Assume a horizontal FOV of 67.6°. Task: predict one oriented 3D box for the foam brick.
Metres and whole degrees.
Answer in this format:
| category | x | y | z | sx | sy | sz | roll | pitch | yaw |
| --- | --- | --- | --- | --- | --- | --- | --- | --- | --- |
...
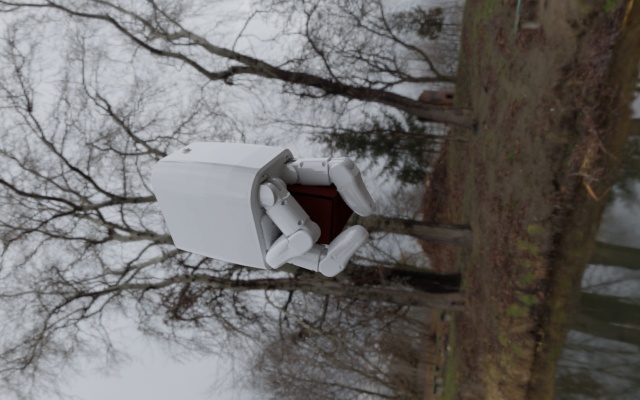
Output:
| category | x | y | z | sx | sy | sz | roll | pitch | yaw |
| --- | --- | --- | --- | --- | --- | --- | --- | --- | --- |
| foam brick | 0.000 | 0.002 | 0.480 | 0.051 | 0.053 | 0.078 | 8 | 25 | 17 |
